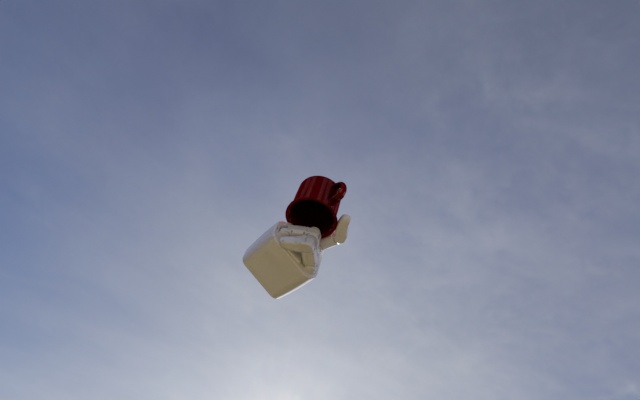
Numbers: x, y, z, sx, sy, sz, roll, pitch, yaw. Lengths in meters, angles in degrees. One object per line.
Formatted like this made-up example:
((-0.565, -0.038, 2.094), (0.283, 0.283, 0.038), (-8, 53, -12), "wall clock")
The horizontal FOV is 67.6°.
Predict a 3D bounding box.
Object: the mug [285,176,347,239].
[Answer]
((0.001, 0.002, 0.852), (0.117, 0.093, 0.081), (-35, 22, 33), "mug")
